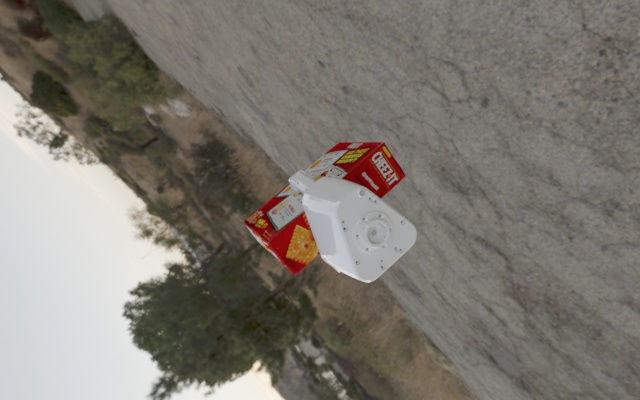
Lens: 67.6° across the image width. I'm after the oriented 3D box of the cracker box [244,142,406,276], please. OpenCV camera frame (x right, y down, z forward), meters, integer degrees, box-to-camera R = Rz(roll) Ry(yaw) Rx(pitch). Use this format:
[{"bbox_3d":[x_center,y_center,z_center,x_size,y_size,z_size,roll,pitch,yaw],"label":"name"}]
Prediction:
[{"bbox_3d":[0.000,0.002,0.722,0.213,0.072,0.164,-40,18,-12],"label":"cracker box"}]
